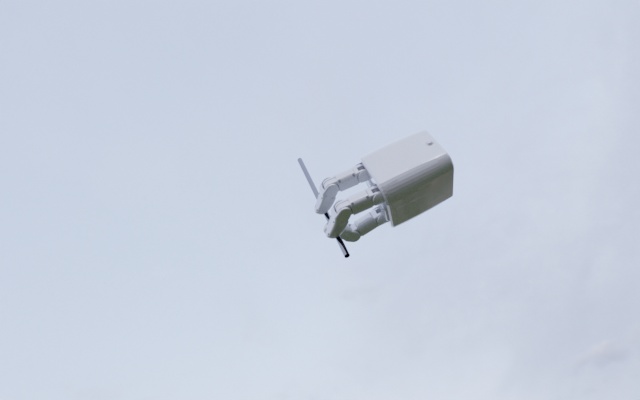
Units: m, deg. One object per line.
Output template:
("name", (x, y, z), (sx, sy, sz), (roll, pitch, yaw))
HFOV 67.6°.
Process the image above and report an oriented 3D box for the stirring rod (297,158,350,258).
("stirring rod", (0.000, 0.002, 0.736), (0.011, 0.011, 0.239), (0, 37, -22))
